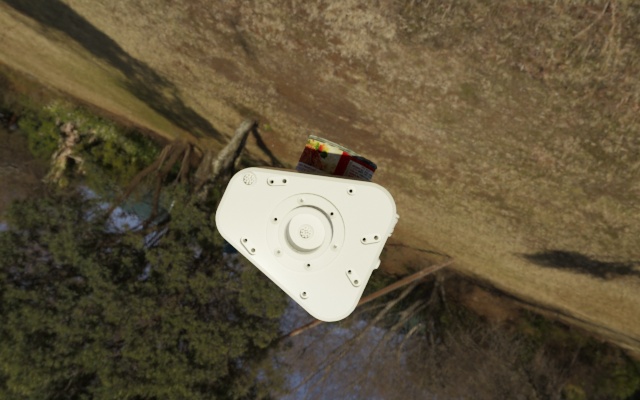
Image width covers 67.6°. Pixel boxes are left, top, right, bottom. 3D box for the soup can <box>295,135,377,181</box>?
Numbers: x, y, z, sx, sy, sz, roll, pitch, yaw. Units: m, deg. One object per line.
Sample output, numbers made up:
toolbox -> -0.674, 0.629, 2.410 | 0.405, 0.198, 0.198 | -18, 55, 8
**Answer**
soup can -> 0.000, 0.002, 0.434 | 0.068, 0.102, 0.068 | 24, 1, 0
